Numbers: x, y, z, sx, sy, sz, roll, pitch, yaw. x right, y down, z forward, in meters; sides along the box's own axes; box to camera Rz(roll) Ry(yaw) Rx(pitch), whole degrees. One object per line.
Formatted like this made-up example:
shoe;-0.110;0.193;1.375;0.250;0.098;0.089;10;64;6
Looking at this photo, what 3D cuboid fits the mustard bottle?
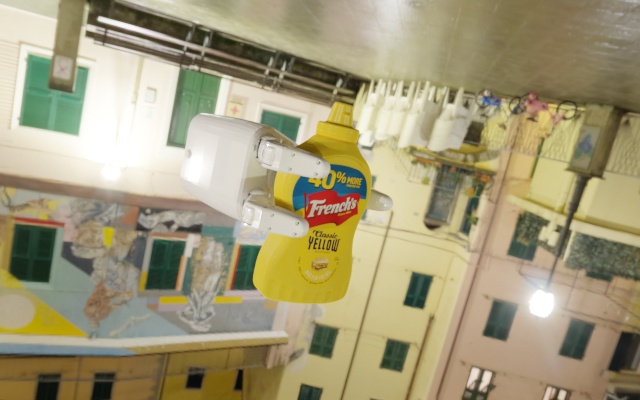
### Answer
mustard bottle;0.000;0.002;0.461;0.096;0.191;0.058;8;11;-28
